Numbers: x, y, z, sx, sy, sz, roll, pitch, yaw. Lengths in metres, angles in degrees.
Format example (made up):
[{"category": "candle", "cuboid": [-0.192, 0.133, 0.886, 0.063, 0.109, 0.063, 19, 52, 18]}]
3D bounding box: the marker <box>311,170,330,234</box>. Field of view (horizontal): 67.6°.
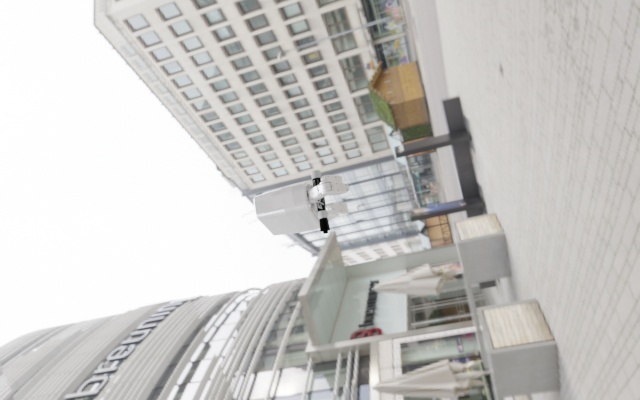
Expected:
[{"category": "marker", "cuboid": [0.000, 0.003, 0.891, 0.020, 0.121, 0.020, -9, -14, -2]}]
